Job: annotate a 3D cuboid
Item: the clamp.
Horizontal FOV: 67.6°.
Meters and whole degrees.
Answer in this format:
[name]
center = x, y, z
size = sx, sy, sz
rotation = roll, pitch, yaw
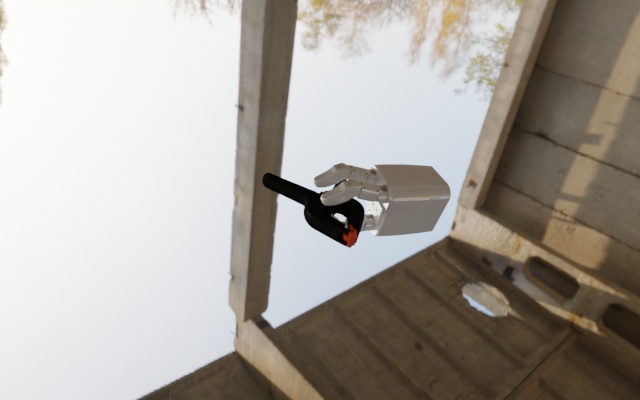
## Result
[clamp]
center = 0.000, 0.003, 0.754
size = 0.164, 0.036, 0.209
rotation = -4, 32, -13
